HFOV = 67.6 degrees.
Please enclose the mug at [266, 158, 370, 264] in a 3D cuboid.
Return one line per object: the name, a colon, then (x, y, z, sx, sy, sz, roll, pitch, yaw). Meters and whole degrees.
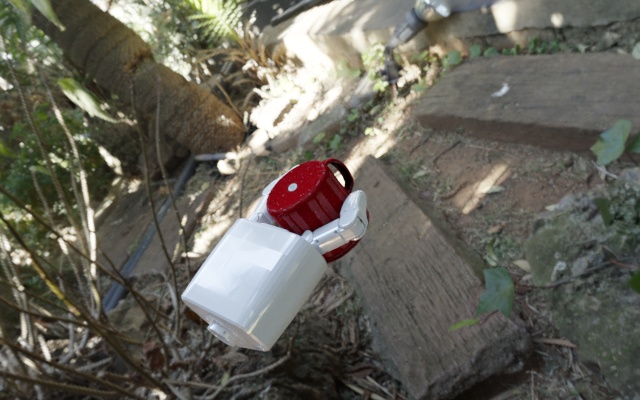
mug: (0.001, 0.001, 0.534, 0.093, 0.117, 0.081, -1, -43, 48)
